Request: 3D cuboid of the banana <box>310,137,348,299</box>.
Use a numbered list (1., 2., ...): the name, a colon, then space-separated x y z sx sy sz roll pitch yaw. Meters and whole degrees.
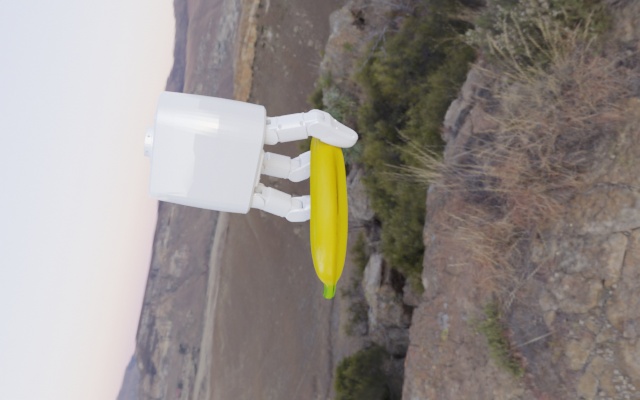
1. banana: 0.005 -0.001 0.503 0.037 0.197 0.070 5 -18 -14
